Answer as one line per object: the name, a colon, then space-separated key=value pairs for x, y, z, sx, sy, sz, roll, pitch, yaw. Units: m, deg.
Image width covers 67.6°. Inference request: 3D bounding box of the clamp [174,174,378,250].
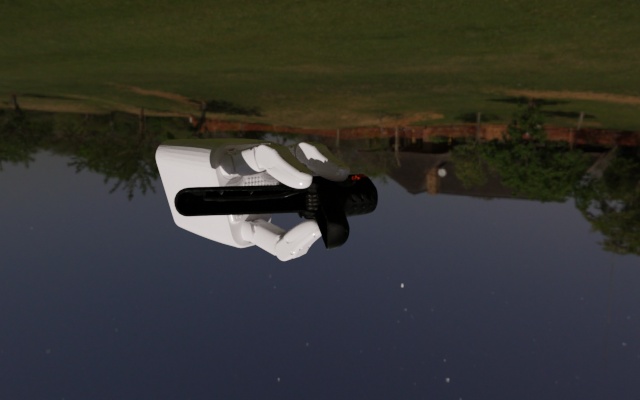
clamp: x=0.000 y=0.002 z=0.439 sx=0.164 sy=0.036 sz=0.210 roll=13 pitch=15 yaw=37
